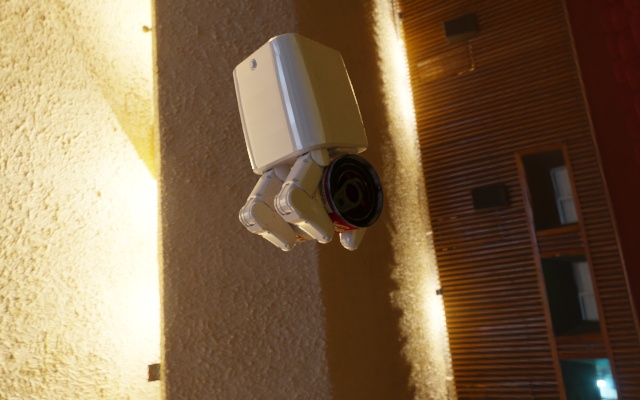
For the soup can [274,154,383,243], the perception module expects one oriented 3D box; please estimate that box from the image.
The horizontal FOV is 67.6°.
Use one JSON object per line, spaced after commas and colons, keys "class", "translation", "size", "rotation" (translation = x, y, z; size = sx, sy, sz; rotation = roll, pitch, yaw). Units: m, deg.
{"class": "soup can", "translation": [0.000, 0.002, 0.460], "size": [0.068, 0.068, 0.102], "rotation": [0, -12, -42]}
